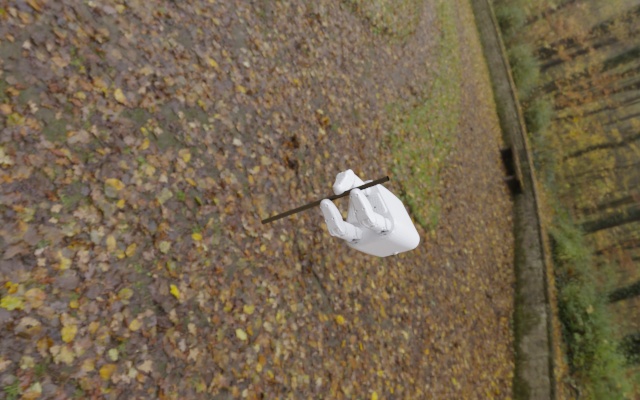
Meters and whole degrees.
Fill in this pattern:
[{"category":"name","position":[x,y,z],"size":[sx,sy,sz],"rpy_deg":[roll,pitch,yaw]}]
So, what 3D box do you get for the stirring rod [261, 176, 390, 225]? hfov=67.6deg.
[{"category":"stirring rod","position":[0.000,0.002,0.757],"size":[0.239,0.011,0.011],"rpy_deg":[-19,-10,29]}]
